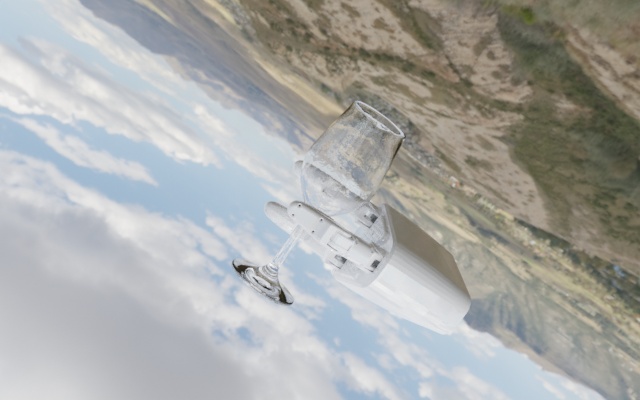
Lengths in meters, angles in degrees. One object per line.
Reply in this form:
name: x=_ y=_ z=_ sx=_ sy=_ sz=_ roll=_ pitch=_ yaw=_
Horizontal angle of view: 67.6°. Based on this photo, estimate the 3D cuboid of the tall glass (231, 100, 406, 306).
tall glass: x=0.000 y=0.002 z=0.469 sx=0.079 sy=0.201 sz=0.079 roll=35 pitch=5 yaw=-4
